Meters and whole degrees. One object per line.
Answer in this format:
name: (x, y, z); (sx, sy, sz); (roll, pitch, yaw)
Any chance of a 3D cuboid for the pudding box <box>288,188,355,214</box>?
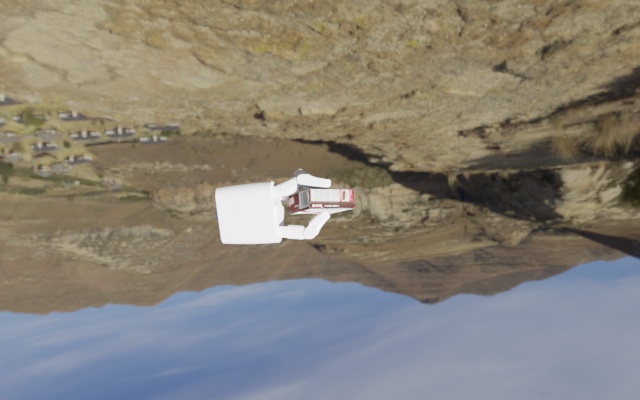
pudding box: (0.000, 0.003, 0.874); (0.090, 0.039, 0.113); (-1, -5, -22)
